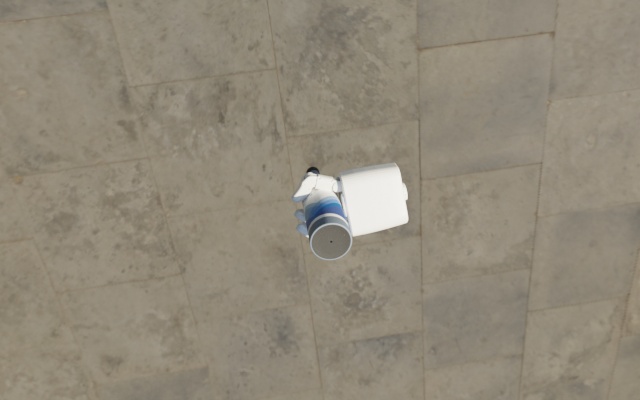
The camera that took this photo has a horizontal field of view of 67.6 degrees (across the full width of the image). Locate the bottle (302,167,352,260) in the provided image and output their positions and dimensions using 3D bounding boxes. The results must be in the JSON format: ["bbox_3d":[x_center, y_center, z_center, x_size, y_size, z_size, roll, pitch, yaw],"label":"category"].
[{"bbox_3d":[0.000,0.003,0.871,0.069,0.069,0.295,0,25,-7],"label":"bottle"}]
